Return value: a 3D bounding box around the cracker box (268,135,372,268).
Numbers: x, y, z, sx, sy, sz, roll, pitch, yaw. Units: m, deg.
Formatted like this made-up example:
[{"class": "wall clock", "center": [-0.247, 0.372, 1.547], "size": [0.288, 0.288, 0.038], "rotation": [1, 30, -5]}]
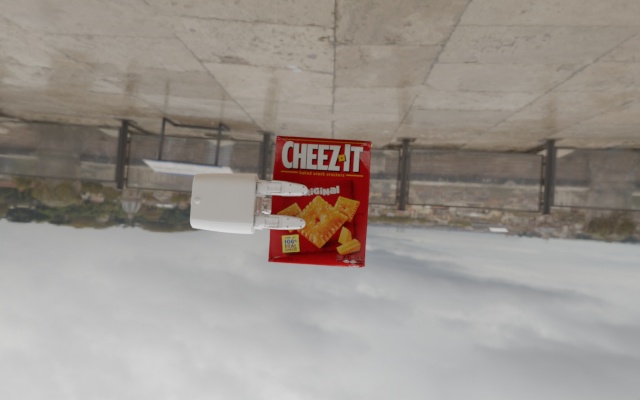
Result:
[{"class": "cracker box", "center": [0.000, 0.003, 0.816], "size": [0.164, 0.213, 0.072], "rotation": [3, -2, 1]}]
